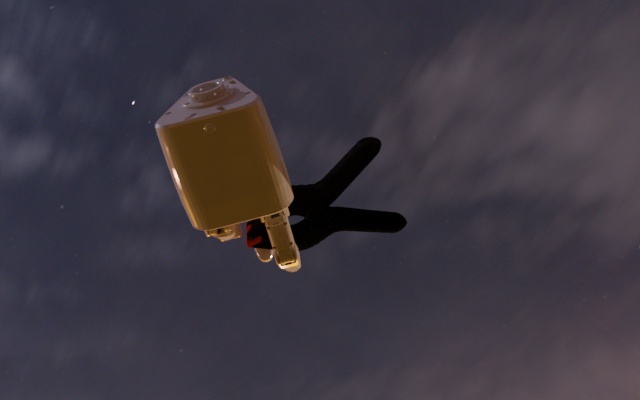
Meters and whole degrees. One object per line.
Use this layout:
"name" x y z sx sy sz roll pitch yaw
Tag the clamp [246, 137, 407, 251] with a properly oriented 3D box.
"clamp" 0.000 0.001 0.490 0.171 0.120 0.039 -14 31 -1
